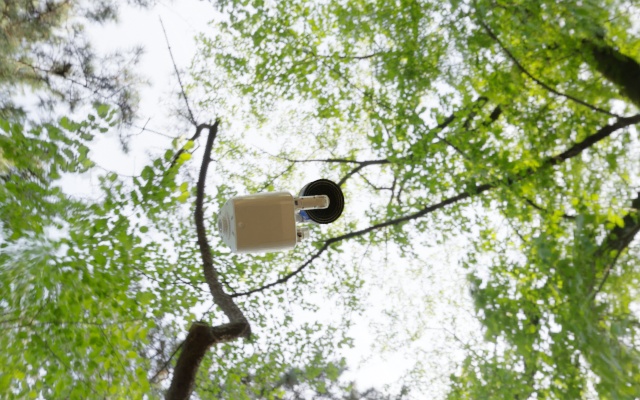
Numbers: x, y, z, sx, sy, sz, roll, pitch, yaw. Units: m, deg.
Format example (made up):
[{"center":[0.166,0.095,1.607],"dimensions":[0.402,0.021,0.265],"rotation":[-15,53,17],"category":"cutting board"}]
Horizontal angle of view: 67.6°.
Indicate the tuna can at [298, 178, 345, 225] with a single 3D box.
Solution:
[{"center":[0.000,0.003,0.892],"dimensions":[0.086,0.086,0.034],"rotation":[0,-5,-24],"category":"tuna can"}]
